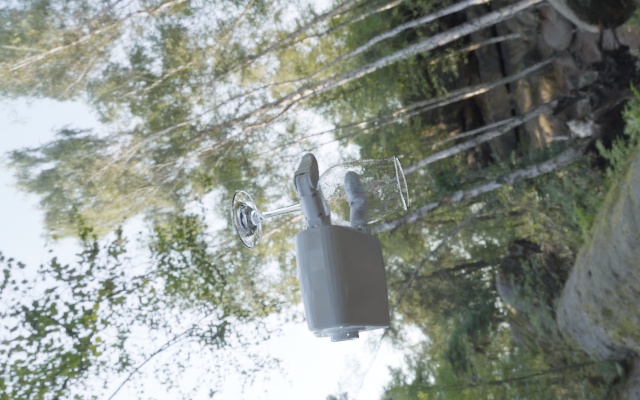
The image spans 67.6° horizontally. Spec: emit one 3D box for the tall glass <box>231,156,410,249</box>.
[{"bbox_3d":[-0.001,0.002,0.566,0.201,0.079,0.079,-14,-4,17],"label":"tall glass"}]
